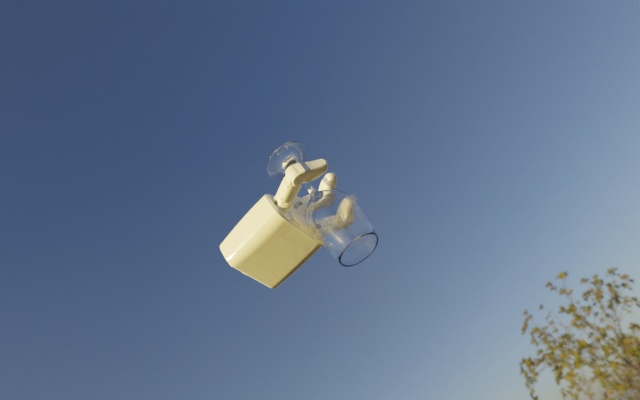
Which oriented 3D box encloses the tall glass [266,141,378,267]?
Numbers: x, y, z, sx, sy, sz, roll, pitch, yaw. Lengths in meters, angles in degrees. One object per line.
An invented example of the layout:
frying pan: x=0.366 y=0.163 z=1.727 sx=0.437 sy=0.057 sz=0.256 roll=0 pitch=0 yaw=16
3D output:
tall glass: x=0.000 y=0.002 z=0.682 sx=0.079 sy=0.079 sz=0.201 roll=0 pitch=39 yaw=-42
